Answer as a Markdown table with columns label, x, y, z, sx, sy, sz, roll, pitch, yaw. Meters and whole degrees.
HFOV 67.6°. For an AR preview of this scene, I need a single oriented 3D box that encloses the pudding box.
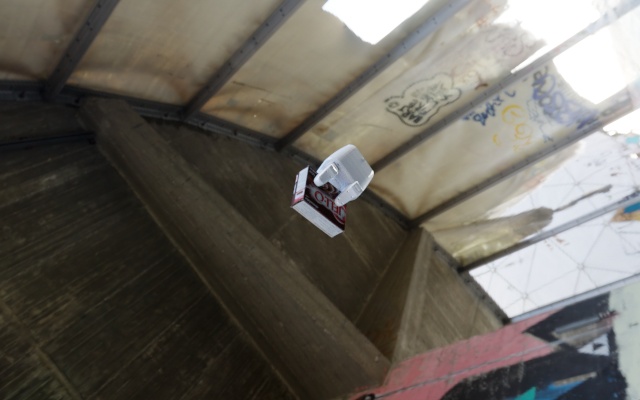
| label | x | y | z | sx | sy | sz | roll | pitch | yaw |
| --- | --- | --- | --- | --- | --- | --- | --- | --- | --- |
| pudding box | 0.000 | 0.003 | 0.893 | 0.113 | 0.090 | 0.039 | 36 | -51 | -28 |
